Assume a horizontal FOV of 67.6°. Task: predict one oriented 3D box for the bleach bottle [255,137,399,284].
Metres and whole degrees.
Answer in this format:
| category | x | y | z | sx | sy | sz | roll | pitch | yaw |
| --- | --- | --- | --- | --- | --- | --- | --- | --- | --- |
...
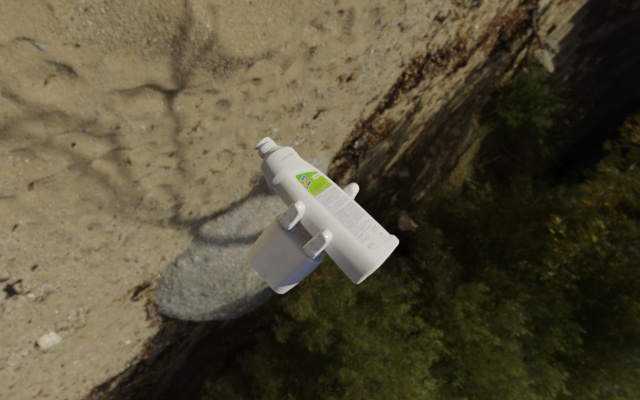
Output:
| category | x | y | z | sx | sy | sz | roll | pitch | yaw |
| --- | --- | --- | --- | --- | --- | --- | --- | --- | --- |
| bleach bottle | 0.000 | 0.002 | 0.716 | 0.068 | 0.251 | 0.102 | -46 | -6 | 33 |
